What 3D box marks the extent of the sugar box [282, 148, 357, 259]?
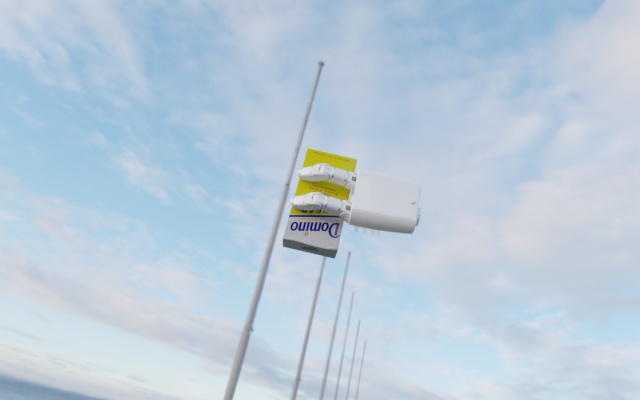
[{"bbox_3d":[0.000,0.002,0.813,0.093,0.176,0.048,12,-27,1],"label":"sugar box"}]
